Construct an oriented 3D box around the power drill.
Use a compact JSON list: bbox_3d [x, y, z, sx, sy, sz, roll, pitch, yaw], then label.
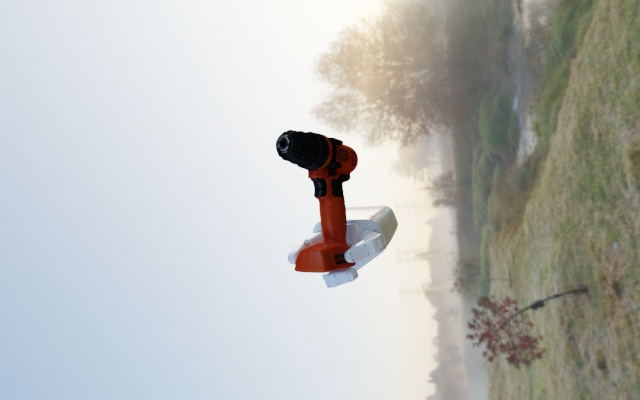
[{"bbox_3d":[0.000,0.003,0.654,0.057,0.187,0.184,-1,-3,31],"label":"power drill"}]
